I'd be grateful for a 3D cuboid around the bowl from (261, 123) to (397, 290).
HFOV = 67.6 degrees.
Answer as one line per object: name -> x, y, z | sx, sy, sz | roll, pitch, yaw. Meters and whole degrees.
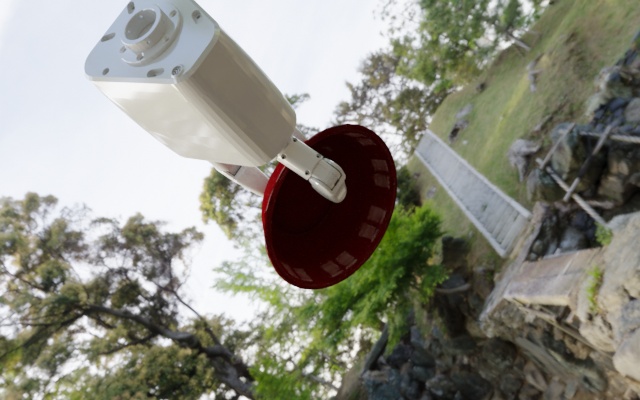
bowl -> 0.000, 0.002, 0.463 | 0.162, 0.162, 0.055 | 0, 17, -41
